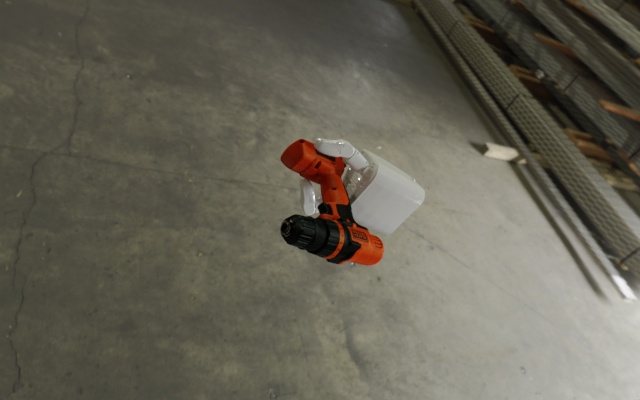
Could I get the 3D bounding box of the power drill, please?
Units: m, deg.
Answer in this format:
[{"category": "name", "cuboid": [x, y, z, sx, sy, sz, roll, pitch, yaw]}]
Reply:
[{"category": "power drill", "cuboid": [0.000, 0.002, 0.684, 0.057, 0.187, 0.184, -38, -38, 28]}]
